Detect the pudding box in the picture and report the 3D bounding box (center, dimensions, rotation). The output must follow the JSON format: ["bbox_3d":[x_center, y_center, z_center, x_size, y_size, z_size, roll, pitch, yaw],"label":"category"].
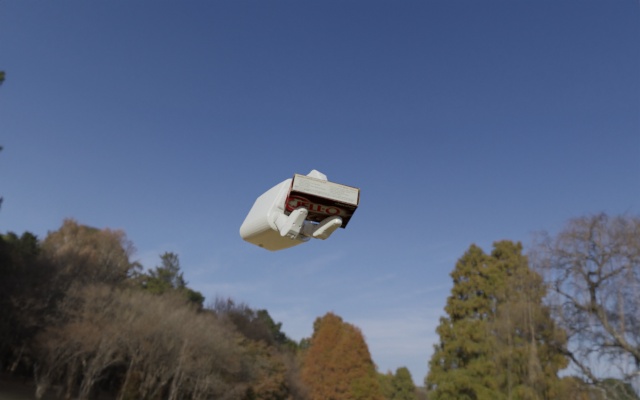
[{"bbox_3d":[0.000,0.002,0.789,0.113,0.039,0.090,11,-28,-7],"label":"pudding box"}]
